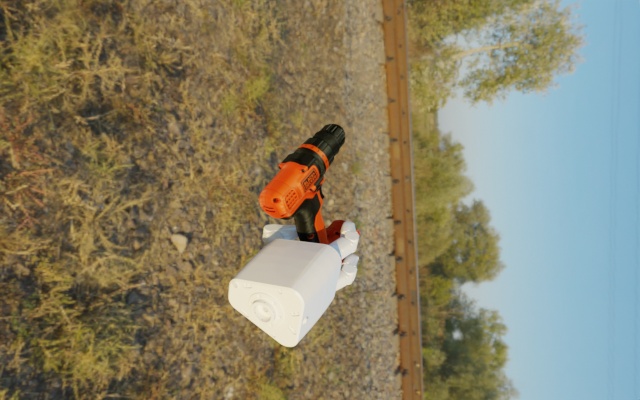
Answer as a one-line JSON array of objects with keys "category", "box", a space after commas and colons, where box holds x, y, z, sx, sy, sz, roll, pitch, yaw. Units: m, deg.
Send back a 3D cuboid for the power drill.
[{"category": "power drill", "box": [0.000, 0.003, 0.711, 0.057, 0.188, 0.184, 10, 47, 38]}]
